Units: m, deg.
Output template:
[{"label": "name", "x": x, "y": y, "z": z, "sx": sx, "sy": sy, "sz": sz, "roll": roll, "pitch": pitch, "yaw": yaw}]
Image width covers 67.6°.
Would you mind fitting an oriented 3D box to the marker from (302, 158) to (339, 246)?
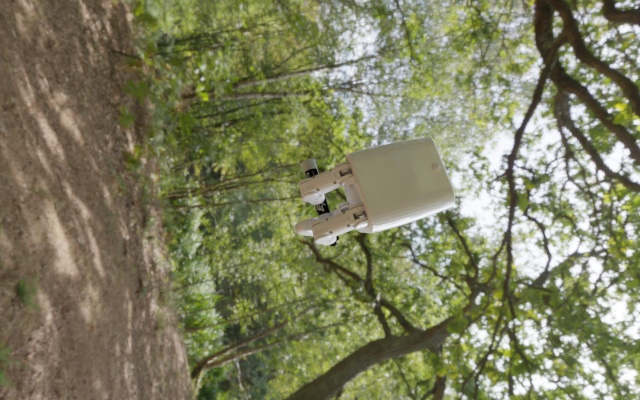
[{"label": "marker", "x": 0.000, "y": 0.002, "z": 0.629, "sx": 0.020, "sy": 0.121, "sz": 0.020, "roll": -15, "pitch": -17, "yaw": -5}]
